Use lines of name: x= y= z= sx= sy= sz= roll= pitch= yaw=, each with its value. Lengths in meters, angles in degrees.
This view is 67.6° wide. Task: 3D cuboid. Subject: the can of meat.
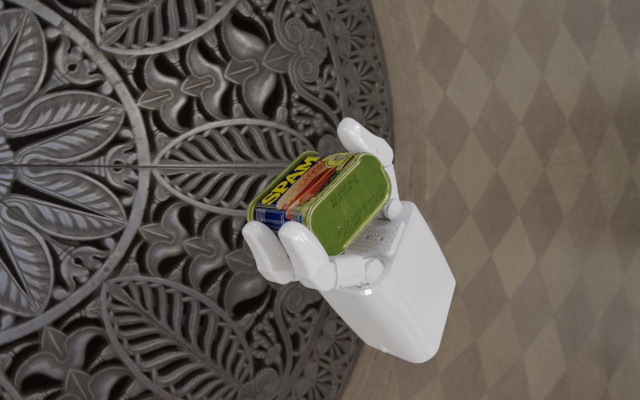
can of meat: x=0.000 y=0.001 z=0.415 sx=0.102 sy=0.057 sz=0.084 roll=-46 pitch=29 yaw=-27
